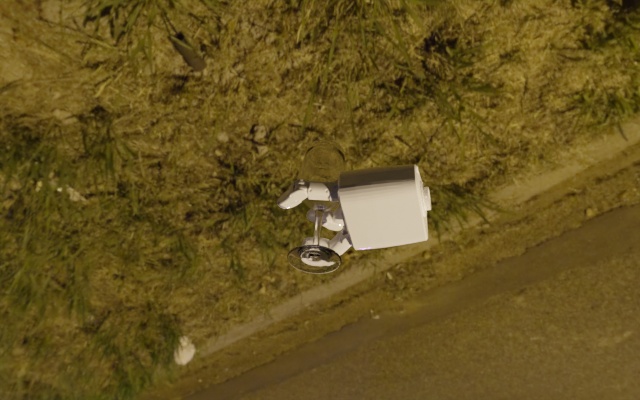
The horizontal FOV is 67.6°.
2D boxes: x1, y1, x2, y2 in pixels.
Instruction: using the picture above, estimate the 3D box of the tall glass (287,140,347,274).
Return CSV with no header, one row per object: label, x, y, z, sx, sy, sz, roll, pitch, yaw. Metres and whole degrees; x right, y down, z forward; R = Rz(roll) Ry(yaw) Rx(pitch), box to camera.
tall glass,0.000,0.003,0.706,0.079,0.200,0.079,4,-37,3
